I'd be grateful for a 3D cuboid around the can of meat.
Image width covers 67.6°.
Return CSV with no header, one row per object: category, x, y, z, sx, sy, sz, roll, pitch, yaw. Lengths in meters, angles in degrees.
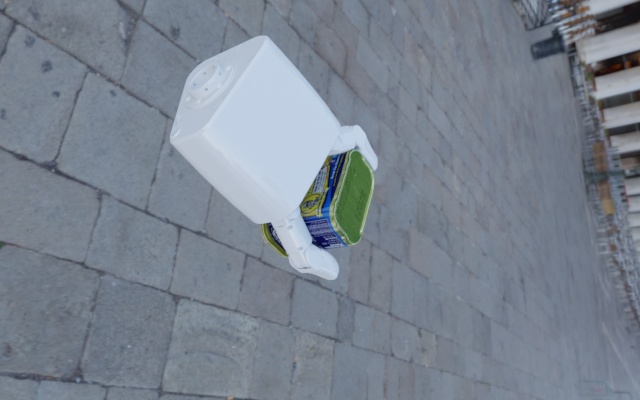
can of meat,0.000,0.002,0.470,0.084,0.102,0.057,-11,-45,34
